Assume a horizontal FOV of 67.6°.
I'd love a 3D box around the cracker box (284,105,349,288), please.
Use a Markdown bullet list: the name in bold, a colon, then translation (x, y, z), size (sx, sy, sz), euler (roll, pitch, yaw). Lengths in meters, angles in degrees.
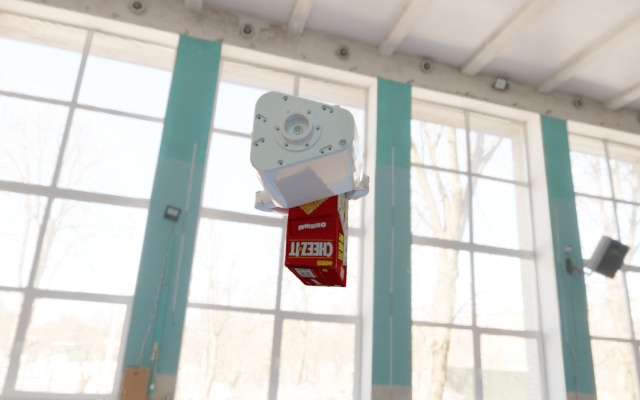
- **cracker box**: translation (0.000, 0.002, 0.658), size (0.072, 0.213, 0.164), euler (0, -18, 8)
